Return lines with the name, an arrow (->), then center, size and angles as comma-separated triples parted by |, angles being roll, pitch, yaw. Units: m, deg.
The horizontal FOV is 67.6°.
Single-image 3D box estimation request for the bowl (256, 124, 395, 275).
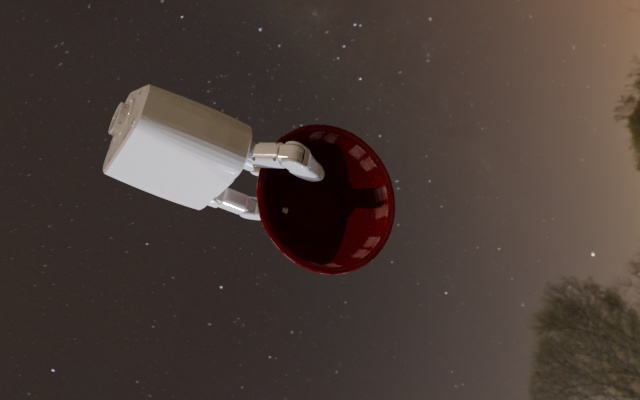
bowl -> 0.001, 0.002, 0.525 | 0.162, 0.162, 0.055 | 0, -12, -25
